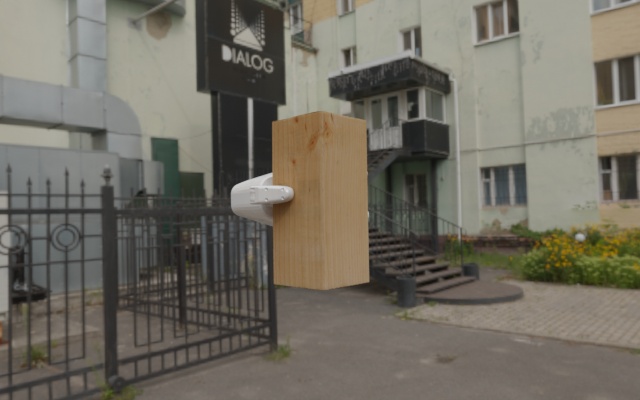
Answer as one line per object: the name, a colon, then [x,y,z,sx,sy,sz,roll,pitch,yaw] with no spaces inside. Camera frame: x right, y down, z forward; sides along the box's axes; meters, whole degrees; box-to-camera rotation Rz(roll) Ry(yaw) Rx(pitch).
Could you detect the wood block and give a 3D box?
wood block: [0.000,0.002,0.603,0.090,0.206,0.091,-3,-2,43]
